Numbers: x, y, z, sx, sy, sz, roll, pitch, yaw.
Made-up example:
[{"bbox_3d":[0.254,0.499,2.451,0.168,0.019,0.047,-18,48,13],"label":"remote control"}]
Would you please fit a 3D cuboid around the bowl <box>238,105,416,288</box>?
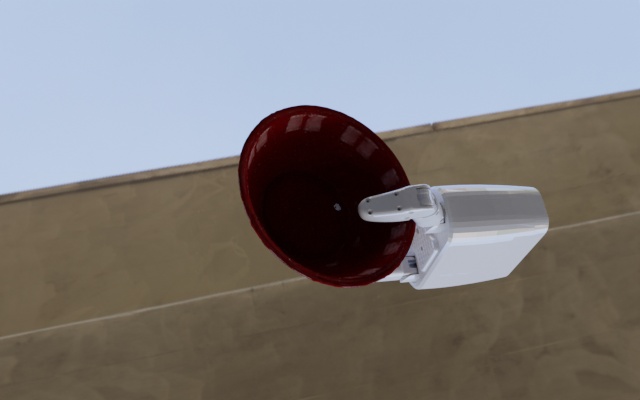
[{"bbox_3d":[-0.001,0.001,0.407,0.162,0.162,0.055,0,-24,-29],"label":"bowl"}]
